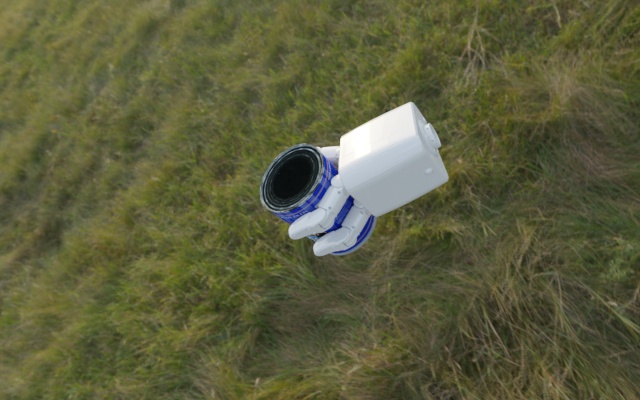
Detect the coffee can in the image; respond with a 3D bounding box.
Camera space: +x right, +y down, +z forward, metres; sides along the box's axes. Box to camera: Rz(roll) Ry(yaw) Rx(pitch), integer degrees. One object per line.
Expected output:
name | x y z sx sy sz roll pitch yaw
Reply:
coffee can | 0.000 0.002 0.660 0.103 0.102 0.140 0 -28 39
